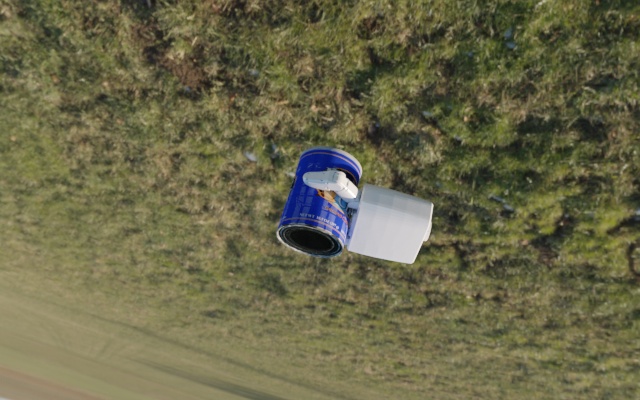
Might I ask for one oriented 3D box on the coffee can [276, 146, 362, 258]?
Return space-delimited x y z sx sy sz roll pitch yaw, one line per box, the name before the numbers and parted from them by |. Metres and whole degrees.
coffee can | 0.000 0.002 0.733 0.103 0.140 0.103 12 -29 7
